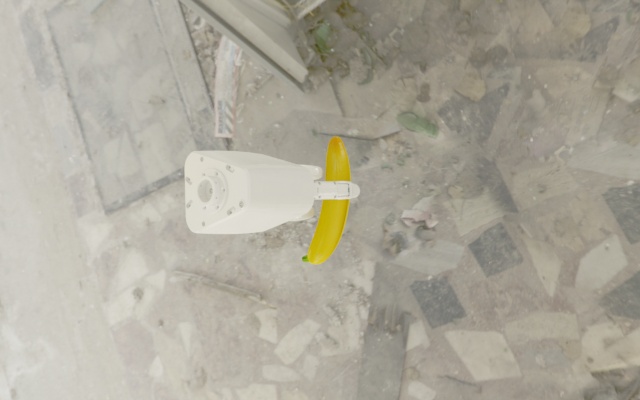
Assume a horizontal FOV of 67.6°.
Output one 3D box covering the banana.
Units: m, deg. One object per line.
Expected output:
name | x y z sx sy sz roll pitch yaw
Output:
banana | 0.010 0.012 0.666 0.037 0.198 0.069 1 22 -41
